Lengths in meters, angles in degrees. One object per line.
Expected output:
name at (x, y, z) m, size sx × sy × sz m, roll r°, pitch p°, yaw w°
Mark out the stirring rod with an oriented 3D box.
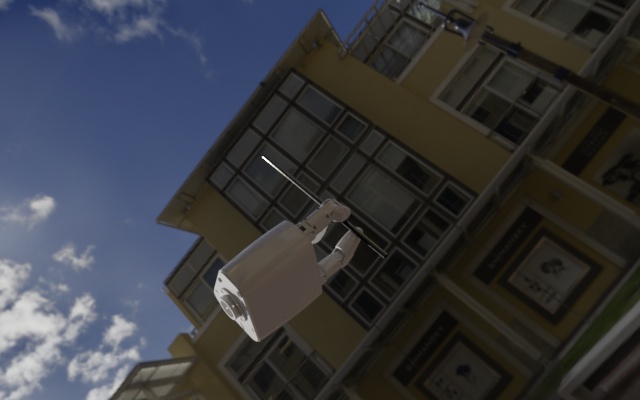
stirring rod at (0.000, 0.002, 0.663) m, size 0.239 × 0.011 × 0.011 m, roll 40°, pitch 19°, yaw 25°
